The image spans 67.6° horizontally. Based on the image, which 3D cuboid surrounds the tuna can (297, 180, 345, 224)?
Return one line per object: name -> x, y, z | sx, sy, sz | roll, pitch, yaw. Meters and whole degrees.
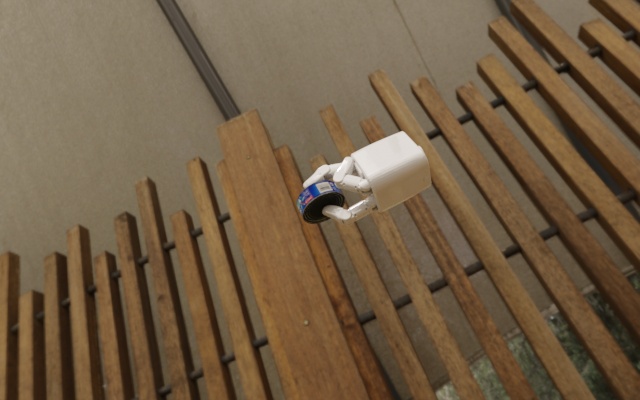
tuna can -> 0.000, 0.002, 0.878 | 0.086, 0.033, 0.086 | -20, -34, -14
